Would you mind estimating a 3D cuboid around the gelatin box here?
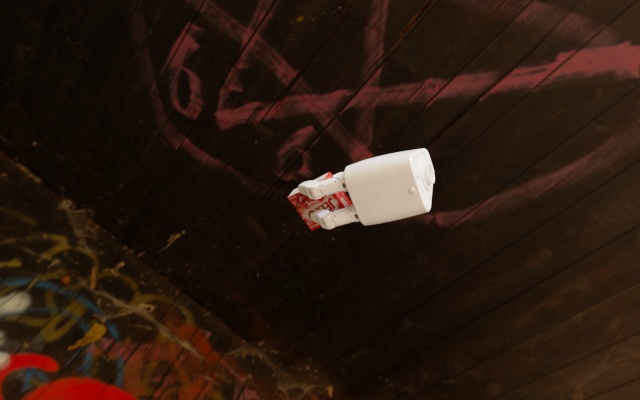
[{"bbox_3d":[0.000,0.002,0.802,0.089,0.073,0.030,-25,18,36],"label":"gelatin box"}]
